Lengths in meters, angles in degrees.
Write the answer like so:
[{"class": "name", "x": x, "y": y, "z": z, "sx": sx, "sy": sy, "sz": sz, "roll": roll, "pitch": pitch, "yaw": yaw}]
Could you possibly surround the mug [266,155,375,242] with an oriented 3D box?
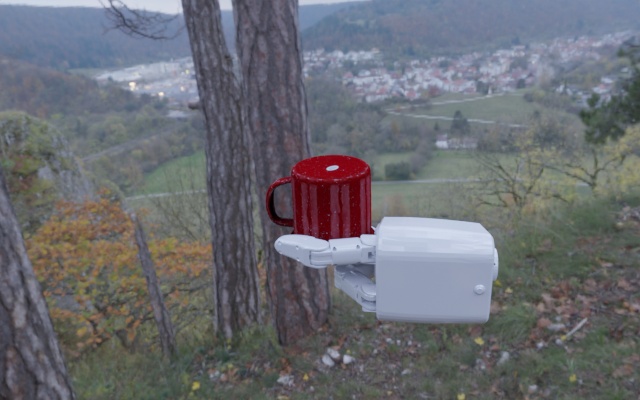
[{"class": "mug", "x": -0.001, "y": 0.001, "z": 0.500, "sx": 0.117, "sy": 0.081, "sz": 0.093, "roll": 2, "pitch": 24, "yaw": 10}]
